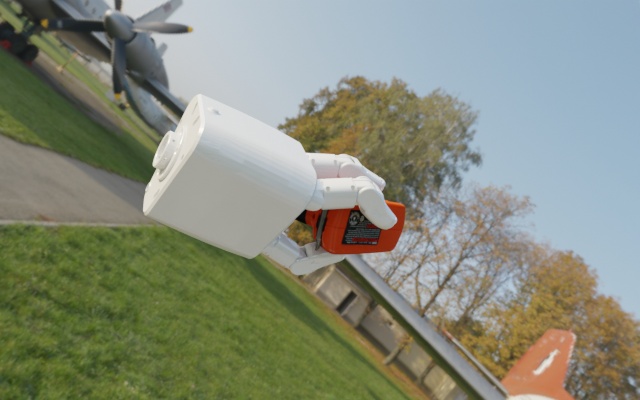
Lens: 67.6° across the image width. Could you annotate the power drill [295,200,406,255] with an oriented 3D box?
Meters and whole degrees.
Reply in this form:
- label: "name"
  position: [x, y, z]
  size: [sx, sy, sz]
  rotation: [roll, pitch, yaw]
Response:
- label: "power drill"
  position: [0.000, 0.002, 0.535]
  size: [0.184, 0.057, 0.187]
  rotation: [2, 14, -42]
